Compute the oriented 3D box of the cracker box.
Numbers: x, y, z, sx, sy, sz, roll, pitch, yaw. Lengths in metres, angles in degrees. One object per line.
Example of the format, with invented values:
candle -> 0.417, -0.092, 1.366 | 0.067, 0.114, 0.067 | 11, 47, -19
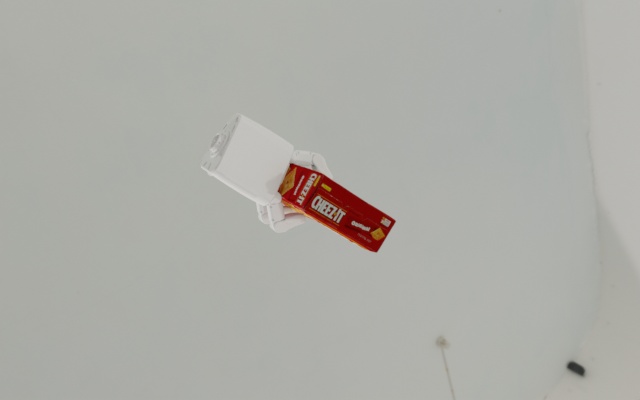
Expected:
cracker box -> 0.000, 0.003, 0.824 | 0.164, 0.072, 0.213 | 31, -2, -30
